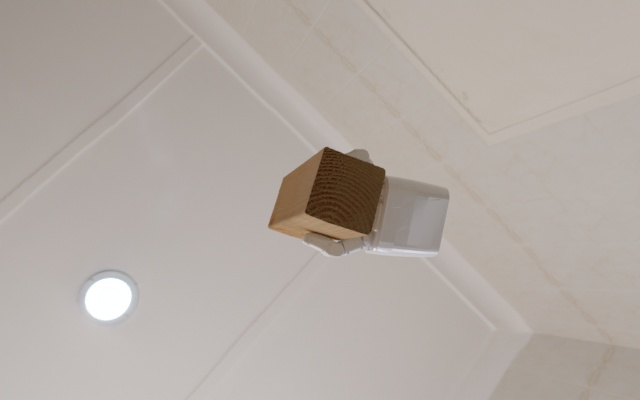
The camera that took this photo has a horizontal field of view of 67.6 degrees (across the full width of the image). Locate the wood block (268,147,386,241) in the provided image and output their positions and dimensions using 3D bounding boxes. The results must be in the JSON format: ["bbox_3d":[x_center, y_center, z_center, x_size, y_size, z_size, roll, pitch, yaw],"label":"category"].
[{"bbox_3d":[0.000,0.003,0.678,0.090,0.090,0.206,19,-14,-15],"label":"wood block"}]
